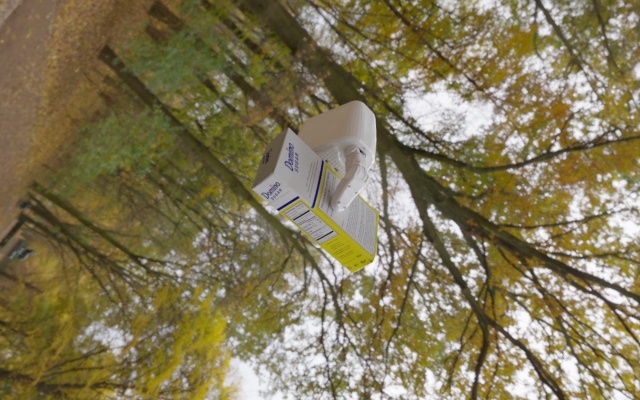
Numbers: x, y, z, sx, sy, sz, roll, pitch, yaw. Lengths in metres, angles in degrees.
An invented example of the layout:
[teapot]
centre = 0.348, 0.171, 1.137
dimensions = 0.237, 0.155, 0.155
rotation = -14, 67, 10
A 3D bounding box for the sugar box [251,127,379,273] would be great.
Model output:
[sugar box]
centre = 0.000, 0.002, 0.589
dimensions = 0.176, 0.093, 0.048
rotation = 40, -54, -23
